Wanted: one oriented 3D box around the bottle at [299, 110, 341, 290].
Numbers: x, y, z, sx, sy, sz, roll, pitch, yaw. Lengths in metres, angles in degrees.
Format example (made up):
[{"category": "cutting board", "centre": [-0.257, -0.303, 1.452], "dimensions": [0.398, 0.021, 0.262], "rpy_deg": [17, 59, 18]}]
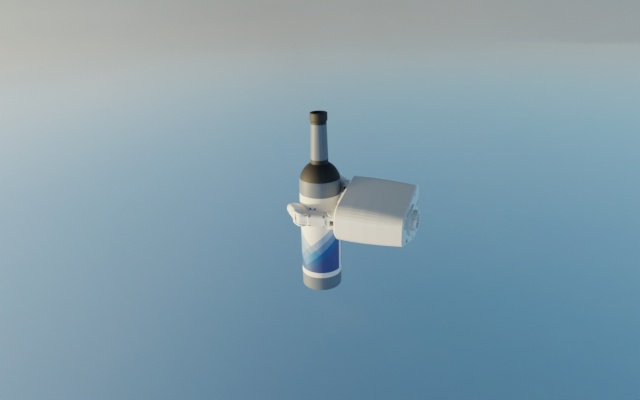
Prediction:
[{"category": "bottle", "centre": [0.000, 0.003, 0.778], "dimensions": [0.069, 0.296, 0.069], "rpy_deg": [-1, 22, 0]}]
